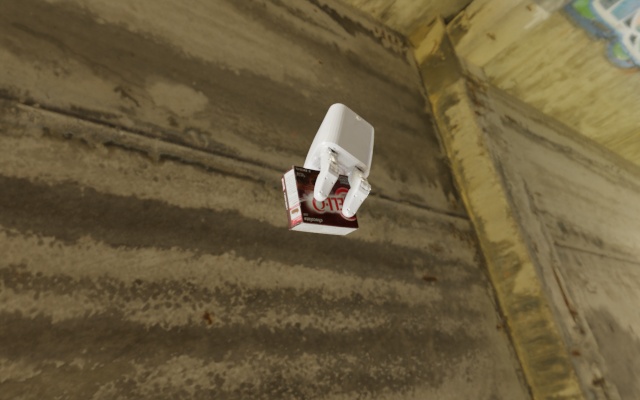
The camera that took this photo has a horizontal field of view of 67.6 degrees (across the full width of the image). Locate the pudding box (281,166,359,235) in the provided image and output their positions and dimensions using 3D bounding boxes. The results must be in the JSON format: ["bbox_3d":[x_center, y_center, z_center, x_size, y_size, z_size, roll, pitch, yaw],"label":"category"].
[{"bbox_3d":[0.000,0.002,0.716,0.113,0.090,0.039,6,-28,-38],"label":"pudding box"}]
